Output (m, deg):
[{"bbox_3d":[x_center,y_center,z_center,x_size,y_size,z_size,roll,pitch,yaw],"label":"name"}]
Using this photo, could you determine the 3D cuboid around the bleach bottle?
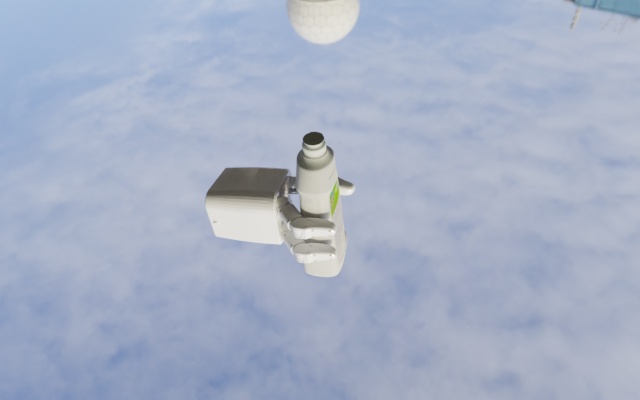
[{"bbox_3d":[0.000,0.002,0.700,0.068,0.102,0.251,4,-44,8],"label":"bleach bottle"}]
